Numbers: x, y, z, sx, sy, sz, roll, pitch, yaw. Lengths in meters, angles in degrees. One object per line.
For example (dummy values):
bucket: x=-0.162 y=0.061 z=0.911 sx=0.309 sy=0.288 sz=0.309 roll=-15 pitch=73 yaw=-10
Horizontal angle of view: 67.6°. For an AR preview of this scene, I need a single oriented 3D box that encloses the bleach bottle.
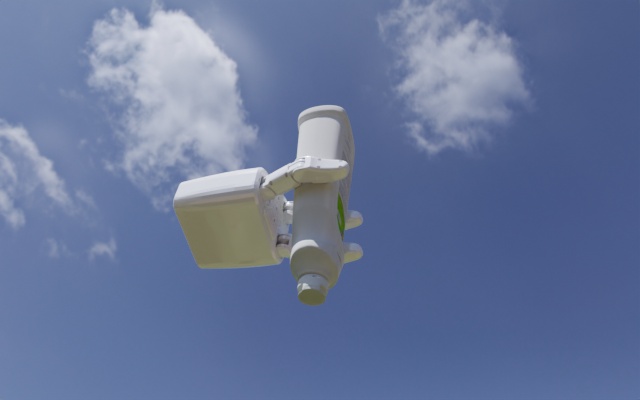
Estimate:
bleach bottle: x=0.000 y=0.002 z=0.552 sx=0.068 sy=0.103 sz=0.250 roll=-6 pitch=44 yaw=13
